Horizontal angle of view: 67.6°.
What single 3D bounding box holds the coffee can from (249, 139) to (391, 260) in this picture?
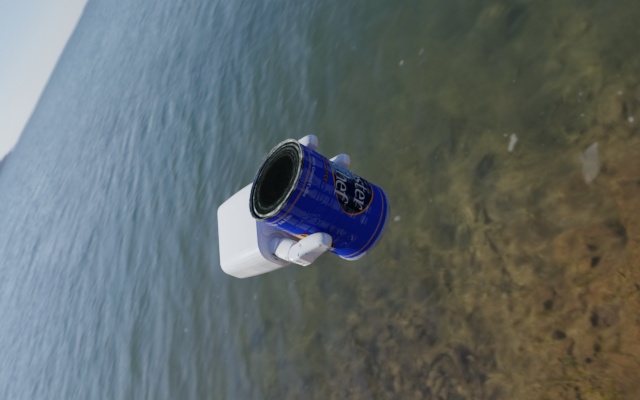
[{"bbox_3d":[0.000,0.002,0.578,0.140,0.102,0.103,27,-15,-32],"label":"coffee can"}]
